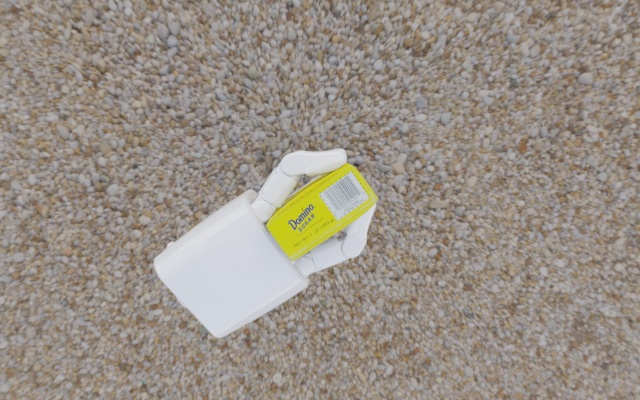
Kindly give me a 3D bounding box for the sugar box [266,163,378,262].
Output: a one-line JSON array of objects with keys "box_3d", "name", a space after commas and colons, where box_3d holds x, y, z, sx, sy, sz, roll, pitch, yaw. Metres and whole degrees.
[{"box_3d": [0.000, 0.001, 0.487, 0.093, 0.048, 0.176, -34, 8, 2], "name": "sugar box"}]
